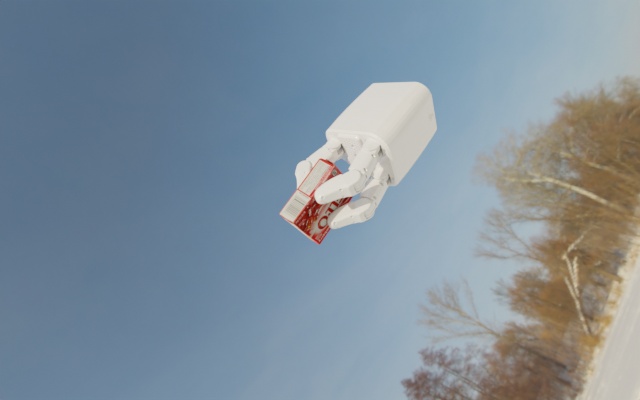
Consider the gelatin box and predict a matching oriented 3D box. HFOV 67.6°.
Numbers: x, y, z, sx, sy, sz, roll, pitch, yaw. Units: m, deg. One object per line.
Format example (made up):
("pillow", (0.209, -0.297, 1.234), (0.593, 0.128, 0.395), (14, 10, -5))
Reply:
("gelatin box", (0.000, 0.002, 0.600), (0.030, 0.089, 0.073), (32, -8, 36))
